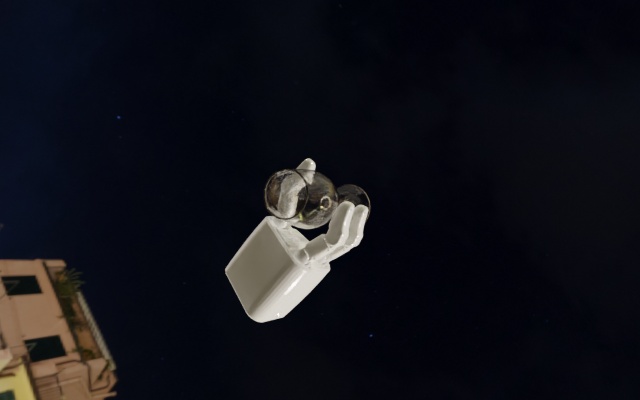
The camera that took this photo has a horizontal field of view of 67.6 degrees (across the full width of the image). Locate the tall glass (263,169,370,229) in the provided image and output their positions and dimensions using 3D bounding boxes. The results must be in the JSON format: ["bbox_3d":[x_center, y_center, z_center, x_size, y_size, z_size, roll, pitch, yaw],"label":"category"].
[{"bbox_3d":[0.000,0.002,0.659,0.079,0.079,0.201,0,-6,25],"label":"tall glass"}]
